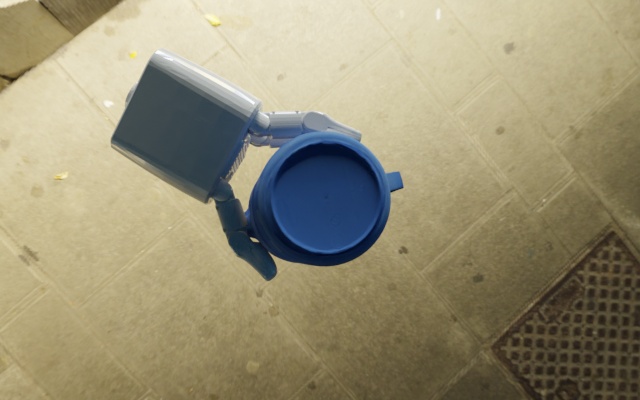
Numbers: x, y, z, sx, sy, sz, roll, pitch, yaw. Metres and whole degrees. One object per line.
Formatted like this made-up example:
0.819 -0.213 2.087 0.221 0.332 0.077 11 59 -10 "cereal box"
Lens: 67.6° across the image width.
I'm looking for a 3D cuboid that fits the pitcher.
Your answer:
0.000 0.002 0.489 0.145 0.149 0.243 31 -7 -5 "pitcher"
